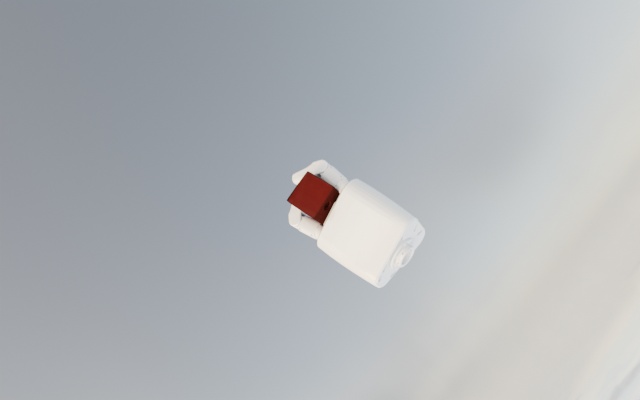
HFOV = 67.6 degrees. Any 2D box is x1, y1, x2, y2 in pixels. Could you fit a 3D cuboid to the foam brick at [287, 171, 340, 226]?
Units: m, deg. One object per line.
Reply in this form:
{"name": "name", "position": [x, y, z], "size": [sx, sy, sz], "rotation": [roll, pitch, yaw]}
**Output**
{"name": "foam brick", "position": [0.000, 0.002, 0.683], "size": [0.051, 0.053, 0.078], "rotation": [33, -2, 29]}
